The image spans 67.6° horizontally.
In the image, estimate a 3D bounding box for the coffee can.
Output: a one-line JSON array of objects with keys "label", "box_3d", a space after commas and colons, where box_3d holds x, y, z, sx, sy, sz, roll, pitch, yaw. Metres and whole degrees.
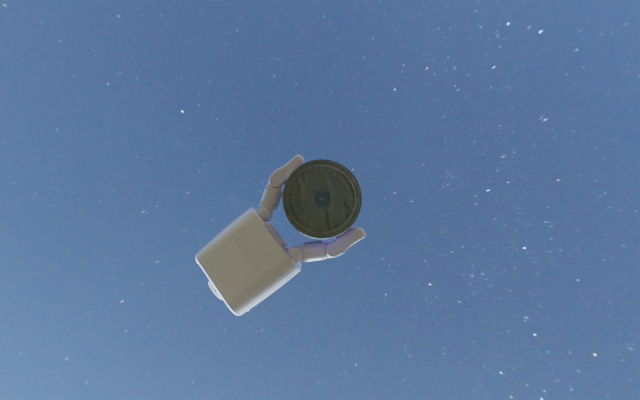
[{"label": "coffee can", "box_3d": [0.000, 0.002, 0.678, 0.103, 0.103, 0.140, 0, -3, -1]}]
